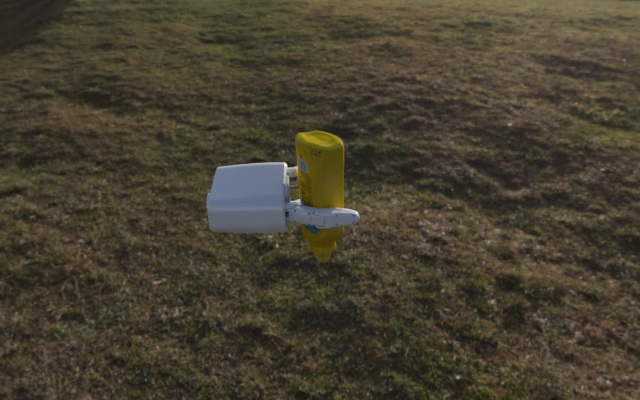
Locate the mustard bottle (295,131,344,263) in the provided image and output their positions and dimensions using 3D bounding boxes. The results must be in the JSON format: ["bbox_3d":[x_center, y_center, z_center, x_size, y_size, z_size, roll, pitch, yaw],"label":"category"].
[{"bbox_3d":[0.000,0.002,0.689,0.058,0.192,0.096,-12,24,-23],"label":"mustard bottle"}]
